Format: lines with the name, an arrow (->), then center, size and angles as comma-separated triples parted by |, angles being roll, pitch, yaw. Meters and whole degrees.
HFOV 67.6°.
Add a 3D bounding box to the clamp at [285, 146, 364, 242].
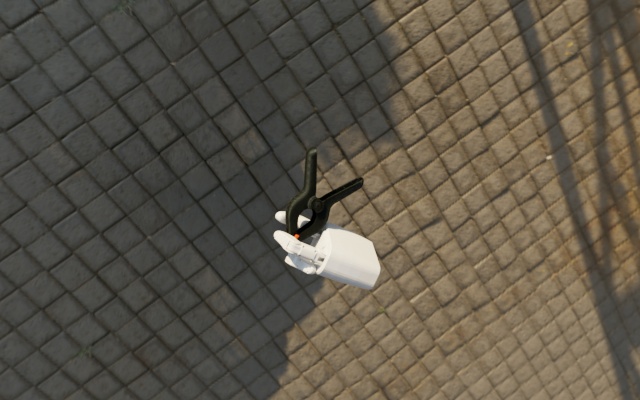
clamp -> 0.000, 0.003, 0.846 | 0.120, 0.171, 0.039 | 23, 8, -15
